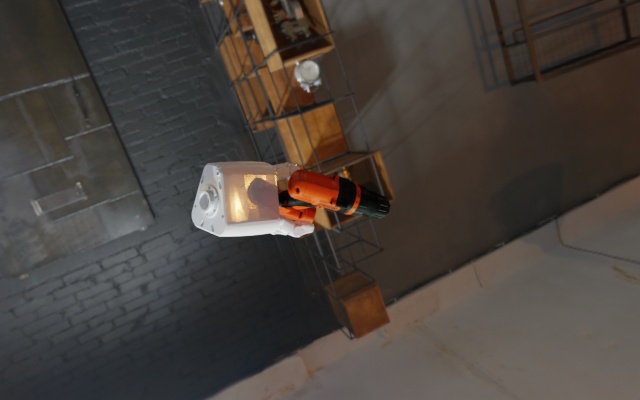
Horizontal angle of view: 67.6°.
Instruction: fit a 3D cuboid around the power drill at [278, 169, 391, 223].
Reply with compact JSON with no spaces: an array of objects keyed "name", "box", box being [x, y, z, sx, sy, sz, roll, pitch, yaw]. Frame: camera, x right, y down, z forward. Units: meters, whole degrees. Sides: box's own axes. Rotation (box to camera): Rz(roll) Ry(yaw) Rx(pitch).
[{"name":"power drill","box":[0.000,0.003,0.816,0.184,0.057,0.188,17,-19,-28]}]
